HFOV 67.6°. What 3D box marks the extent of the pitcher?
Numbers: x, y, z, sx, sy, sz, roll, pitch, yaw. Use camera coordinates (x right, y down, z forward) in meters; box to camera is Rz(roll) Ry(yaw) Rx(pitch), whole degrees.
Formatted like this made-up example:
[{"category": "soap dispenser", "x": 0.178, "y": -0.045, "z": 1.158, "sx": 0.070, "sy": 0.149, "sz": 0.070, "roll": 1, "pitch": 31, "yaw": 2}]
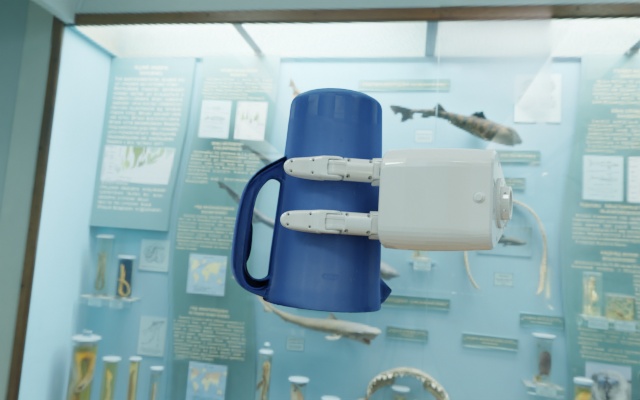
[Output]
[{"category": "pitcher", "x": 0.000, "y": 0.002, "z": 0.544, "sx": 0.145, "sy": 0.243, "sz": 0.149, "roll": 1, "pitch": -7, "yaw": 29}]
